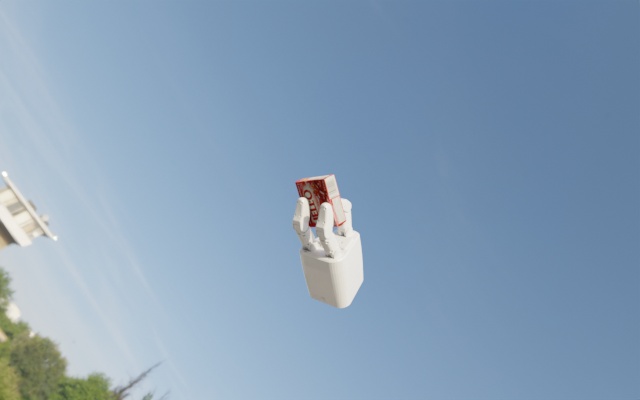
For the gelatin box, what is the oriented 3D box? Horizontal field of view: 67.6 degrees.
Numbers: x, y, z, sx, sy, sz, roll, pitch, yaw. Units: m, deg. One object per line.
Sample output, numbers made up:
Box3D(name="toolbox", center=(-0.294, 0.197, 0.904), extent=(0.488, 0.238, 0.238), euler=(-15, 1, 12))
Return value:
Box3D(name="gelatin box", center=(0.000, 0.002, 0.836), extent=(0.073, 0.089, 0.030), euler=(-4, 17, 45))
